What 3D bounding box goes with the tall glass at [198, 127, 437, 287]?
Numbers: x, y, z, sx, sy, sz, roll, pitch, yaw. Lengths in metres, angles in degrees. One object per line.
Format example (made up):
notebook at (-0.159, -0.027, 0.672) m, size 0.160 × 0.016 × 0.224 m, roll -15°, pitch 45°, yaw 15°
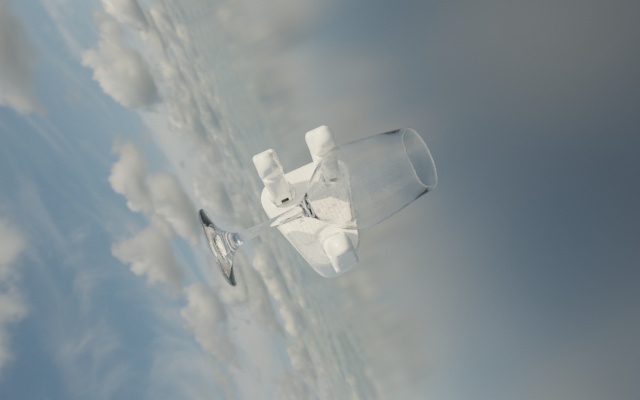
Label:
tall glass at (-0.001, 0.002, 0.426) m, size 0.201 × 0.079 × 0.079 m, roll -24°, pitch 2°, yaw -4°
